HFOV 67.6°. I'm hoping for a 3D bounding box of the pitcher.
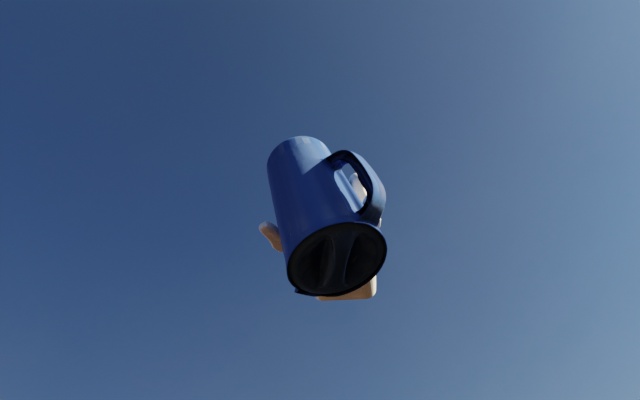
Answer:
[{"bbox_3d":[0.000,0.002,0.686,0.149,0.145,0.242,-18,41,-4],"label":"pitcher"}]
